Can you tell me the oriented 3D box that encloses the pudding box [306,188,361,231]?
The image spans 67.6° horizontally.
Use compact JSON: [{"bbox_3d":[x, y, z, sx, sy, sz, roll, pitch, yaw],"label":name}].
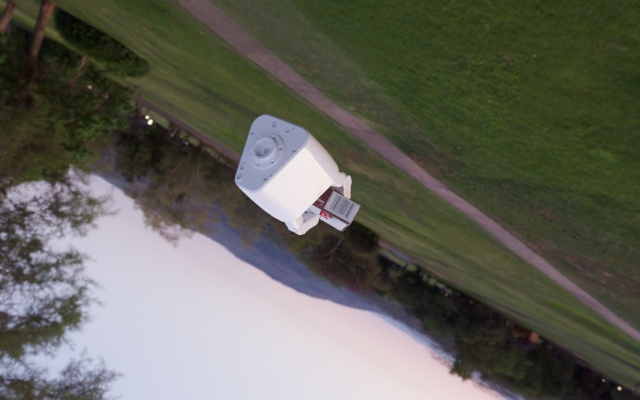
[{"bbox_3d":[0.000,0.003,0.743,0.113,0.039,0.090,31,-10,1],"label":"pudding box"}]
